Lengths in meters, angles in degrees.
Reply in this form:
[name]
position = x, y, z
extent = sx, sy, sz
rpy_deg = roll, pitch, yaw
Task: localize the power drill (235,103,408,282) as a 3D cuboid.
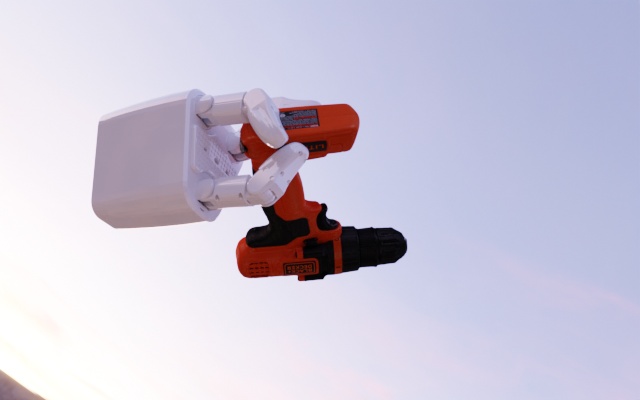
[power drill]
position = 0.000, 0.001, 0.471
extent = 0.184, 0.188, 0.057
rpy_deg = -6, 36, -4
